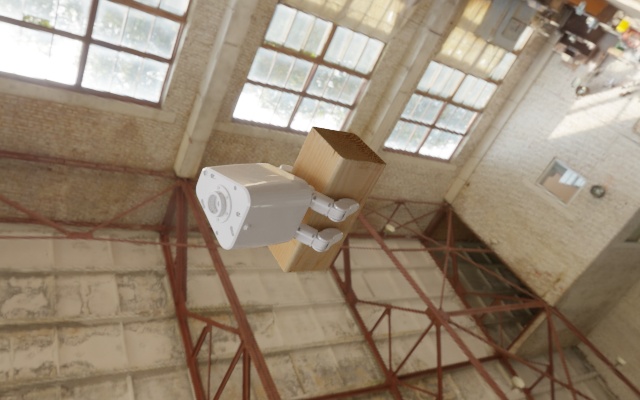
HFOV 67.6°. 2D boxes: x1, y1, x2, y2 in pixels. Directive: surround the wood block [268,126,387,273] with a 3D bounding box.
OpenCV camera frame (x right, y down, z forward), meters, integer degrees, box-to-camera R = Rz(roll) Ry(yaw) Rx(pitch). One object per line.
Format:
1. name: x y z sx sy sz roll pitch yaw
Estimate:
1. wood block: 0.000 0.002 0.728 0.090 0.206 0.090 4 35 -39
